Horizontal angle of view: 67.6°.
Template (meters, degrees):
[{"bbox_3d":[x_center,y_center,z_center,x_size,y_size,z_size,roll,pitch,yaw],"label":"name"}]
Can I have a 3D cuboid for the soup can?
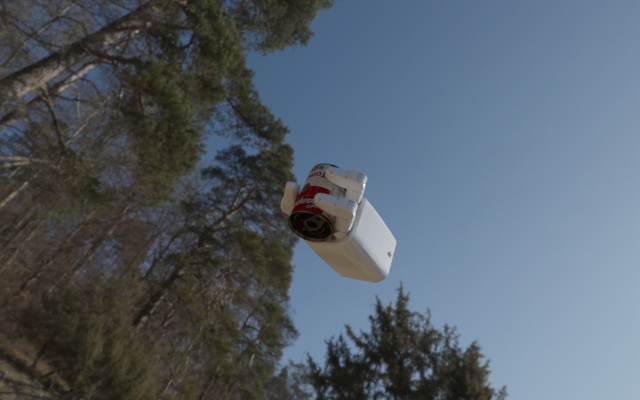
[{"bbox_3d":[0.000,0.002,0.713,0.068,0.102,0.069,13,-39,11],"label":"soup can"}]
